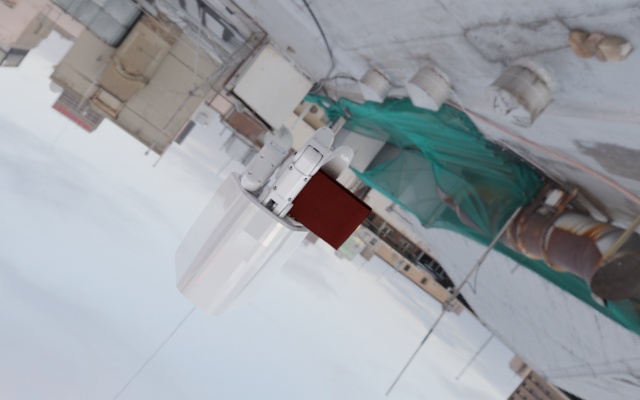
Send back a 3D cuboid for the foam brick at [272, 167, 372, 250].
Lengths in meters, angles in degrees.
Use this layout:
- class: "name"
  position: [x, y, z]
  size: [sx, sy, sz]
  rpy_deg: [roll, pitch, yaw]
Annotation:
- class: "foam brick"
  position: [0.000, 0.002, 0.456]
  size: [0.078, 0.051, 0.053]
  rpy_deg: [38, 2, -7]
